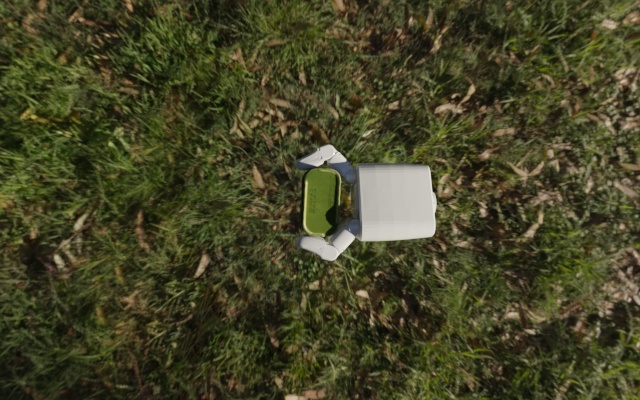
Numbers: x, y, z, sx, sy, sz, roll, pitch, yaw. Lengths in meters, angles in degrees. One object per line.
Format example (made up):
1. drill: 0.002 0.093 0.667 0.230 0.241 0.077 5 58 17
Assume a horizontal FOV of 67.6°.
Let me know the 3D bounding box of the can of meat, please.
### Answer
1. can of meat: 0.000 0.002 0.702 0.057 0.102 0.084 2 1 -3
